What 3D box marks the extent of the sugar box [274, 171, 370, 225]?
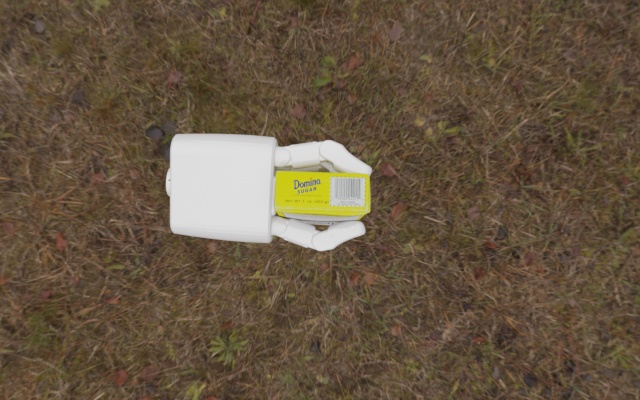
[{"bbox_3d":[0.000,0.001,0.540,0.093,0.048,0.176,3,-4,-2],"label":"sugar box"}]
